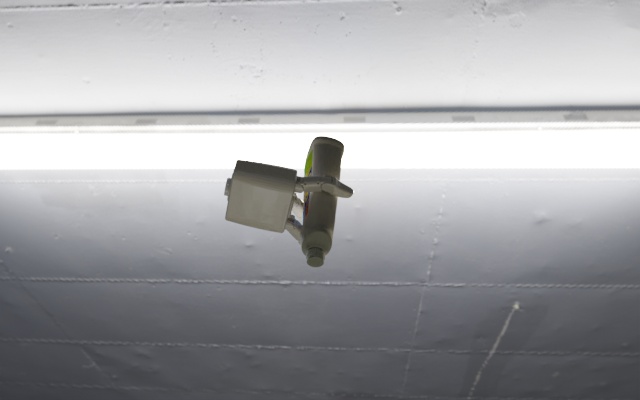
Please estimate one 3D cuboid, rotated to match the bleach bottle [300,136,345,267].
[{"bbox_3d":[0.000,0.003,0.848,0.068,0.250,0.103,13,-44,-9],"label":"bleach bottle"}]
